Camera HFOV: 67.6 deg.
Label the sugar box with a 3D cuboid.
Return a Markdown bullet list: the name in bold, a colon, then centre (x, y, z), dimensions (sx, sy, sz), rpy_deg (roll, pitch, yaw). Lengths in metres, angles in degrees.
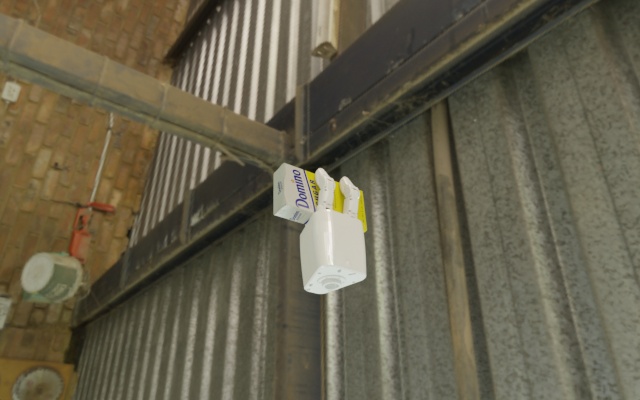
- **sugar box**: centre (0.001, 0.003, 0.869), dimensions (0.176, 0.093, 0.048), rpy_deg (20, -41, -31)
